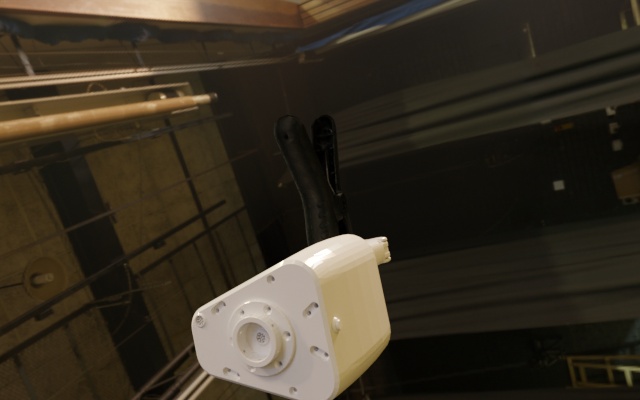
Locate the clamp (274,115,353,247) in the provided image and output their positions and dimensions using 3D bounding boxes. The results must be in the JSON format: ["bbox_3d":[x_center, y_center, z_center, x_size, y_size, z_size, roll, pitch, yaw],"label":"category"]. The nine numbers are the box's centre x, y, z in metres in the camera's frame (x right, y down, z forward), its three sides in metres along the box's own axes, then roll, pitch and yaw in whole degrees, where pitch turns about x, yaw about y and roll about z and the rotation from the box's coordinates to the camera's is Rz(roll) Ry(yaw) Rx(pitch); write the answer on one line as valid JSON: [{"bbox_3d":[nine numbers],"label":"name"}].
[{"bbox_3d":[0.000,0.002,0.423,0.039,0.171,0.120,-13,-2,24],"label":"clamp"}]
